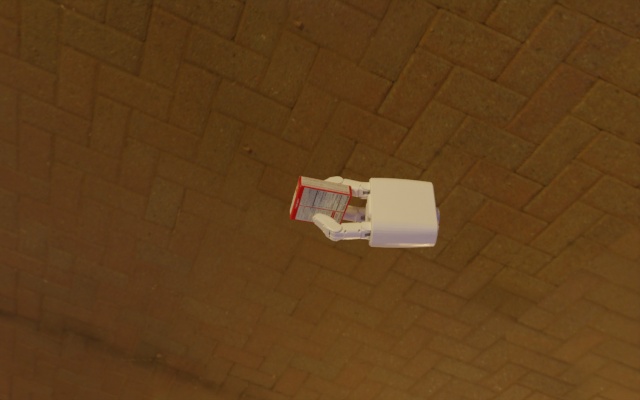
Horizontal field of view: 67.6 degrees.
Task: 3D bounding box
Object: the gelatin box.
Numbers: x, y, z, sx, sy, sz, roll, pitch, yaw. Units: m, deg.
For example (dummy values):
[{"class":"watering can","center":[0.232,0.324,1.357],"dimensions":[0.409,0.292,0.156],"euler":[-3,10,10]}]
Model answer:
[{"class":"gelatin box","center":[0.000,0.003,0.787],"dimensions":[0.089,0.073,0.030],"euler":[9,39,-11]}]
